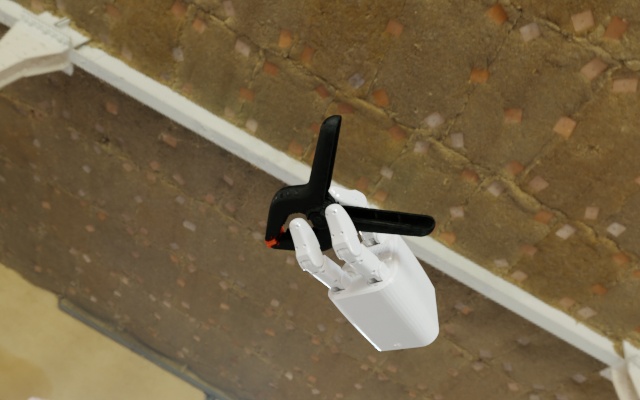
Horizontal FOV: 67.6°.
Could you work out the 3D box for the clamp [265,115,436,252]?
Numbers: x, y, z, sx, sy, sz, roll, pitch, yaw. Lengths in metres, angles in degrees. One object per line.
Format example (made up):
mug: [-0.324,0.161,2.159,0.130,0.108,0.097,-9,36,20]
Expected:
clamp: [0.000,0.002,0.540,0.210,0.165,0.036,-22,26,38]
